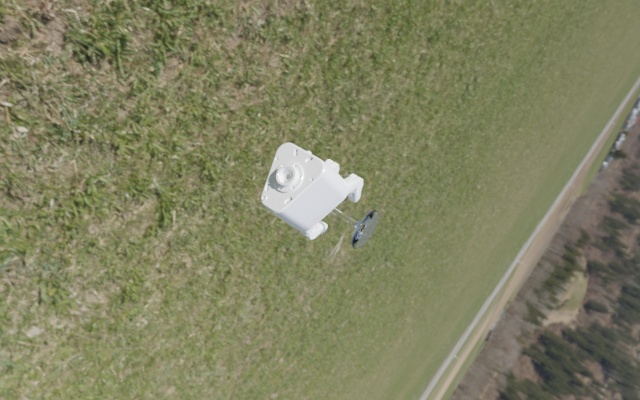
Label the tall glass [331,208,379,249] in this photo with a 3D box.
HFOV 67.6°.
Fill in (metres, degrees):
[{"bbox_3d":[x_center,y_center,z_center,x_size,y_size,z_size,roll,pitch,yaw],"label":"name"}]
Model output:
[{"bbox_3d":[0.001,0.003,0.844,0.201,0.079,0.079,31,15,27],"label":"tall glass"}]
